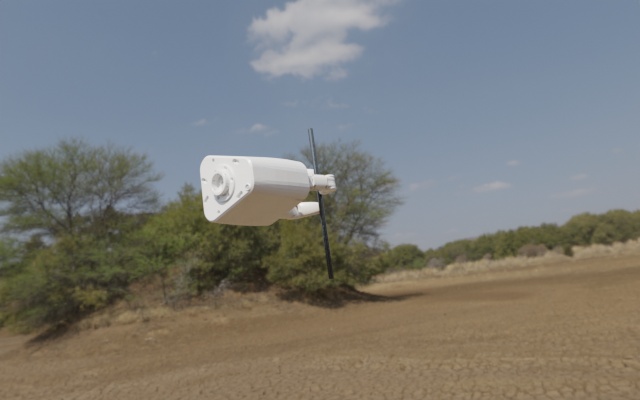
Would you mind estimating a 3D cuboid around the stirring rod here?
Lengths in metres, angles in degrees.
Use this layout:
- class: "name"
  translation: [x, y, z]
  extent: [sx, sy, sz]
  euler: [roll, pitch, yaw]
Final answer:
- class: "stirring rod"
  translation: [0.000, 0.003, 0.748]
  extent: [0.011, 0.239, 0.011]
  euler: [-8, -9, -1]
